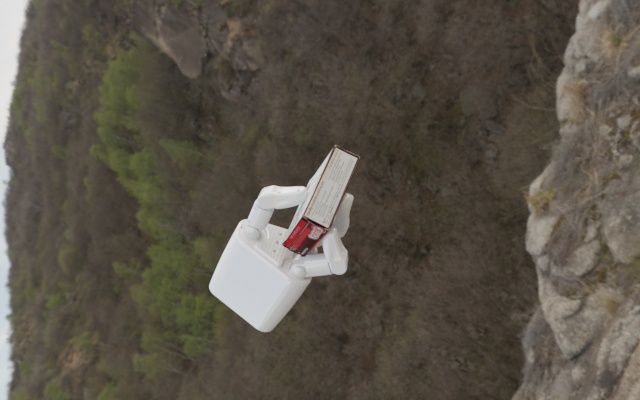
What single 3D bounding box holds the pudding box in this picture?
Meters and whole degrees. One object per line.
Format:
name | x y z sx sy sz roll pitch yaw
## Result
pudding box | 0.000 0.002 0.576 0.039 0.113 0.090 27 -32 -8
